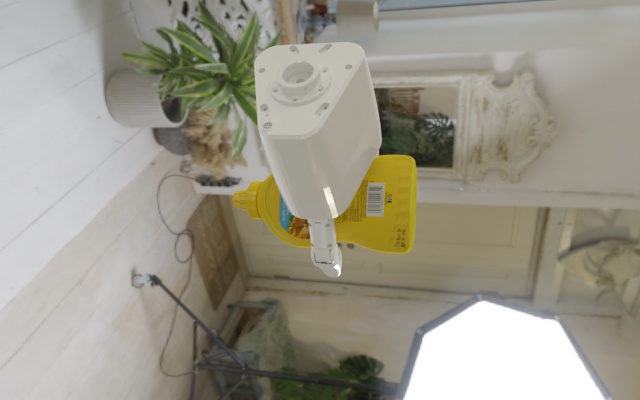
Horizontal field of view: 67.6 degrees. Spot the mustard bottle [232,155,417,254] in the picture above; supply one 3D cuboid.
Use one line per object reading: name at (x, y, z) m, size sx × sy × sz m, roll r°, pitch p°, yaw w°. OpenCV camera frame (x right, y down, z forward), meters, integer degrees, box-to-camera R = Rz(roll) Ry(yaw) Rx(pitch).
mustard bottle at (0.000, 0.002, 0.492) m, size 0.191 × 0.096 × 0.058 m, roll 2°, pitch -9°, yaw 15°
